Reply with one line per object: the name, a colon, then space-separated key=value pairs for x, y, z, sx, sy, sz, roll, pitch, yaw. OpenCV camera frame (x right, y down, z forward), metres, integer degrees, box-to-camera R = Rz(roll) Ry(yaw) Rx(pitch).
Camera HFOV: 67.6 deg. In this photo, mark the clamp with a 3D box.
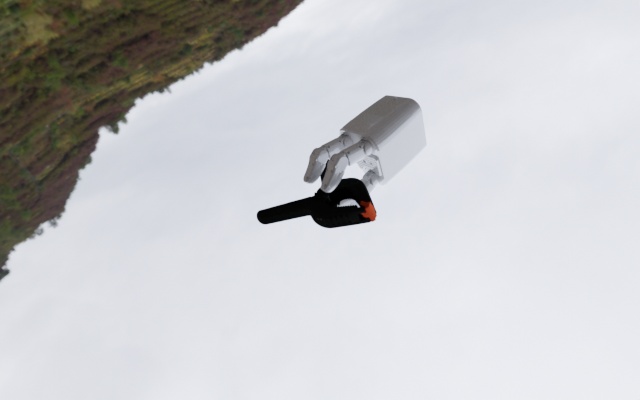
clamp: x=0.001 y=0.003 z=0.735 sx=0.164 sy=0.036 sz=0.210 roll=-42 pitch=34 yaw=-15
